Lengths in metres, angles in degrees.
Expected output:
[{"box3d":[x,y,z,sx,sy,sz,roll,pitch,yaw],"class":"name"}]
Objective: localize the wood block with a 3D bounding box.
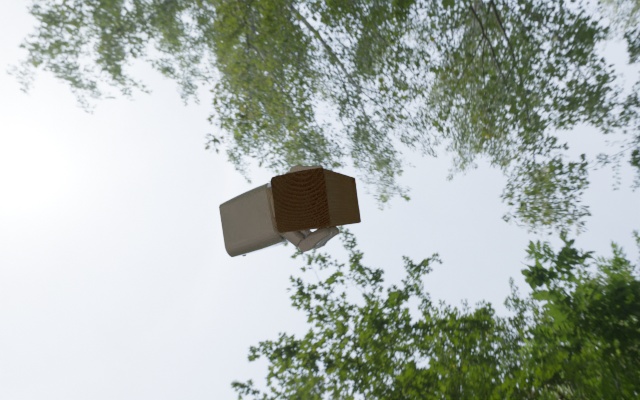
[{"box3d":[0.000,0.002,0.822,0.090,0.091,0.206,-9,-4,17],"class":"wood block"}]
